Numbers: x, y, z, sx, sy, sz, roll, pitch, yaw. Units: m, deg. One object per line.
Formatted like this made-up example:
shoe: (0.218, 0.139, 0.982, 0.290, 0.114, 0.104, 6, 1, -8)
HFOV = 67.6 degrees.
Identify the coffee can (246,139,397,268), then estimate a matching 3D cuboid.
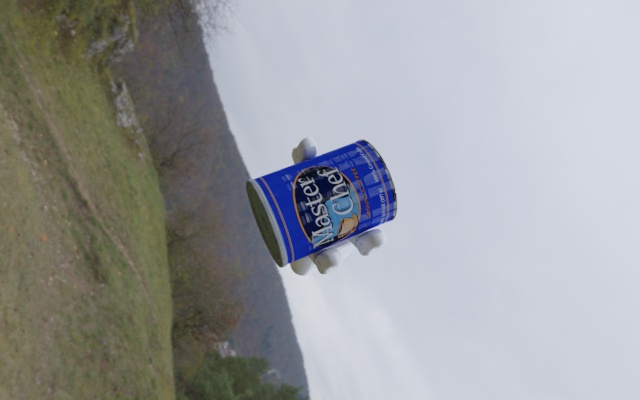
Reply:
coffee can: (0.000, 0.002, 0.539, 0.140, 0.103, 0.103, -22, 6, -15)
